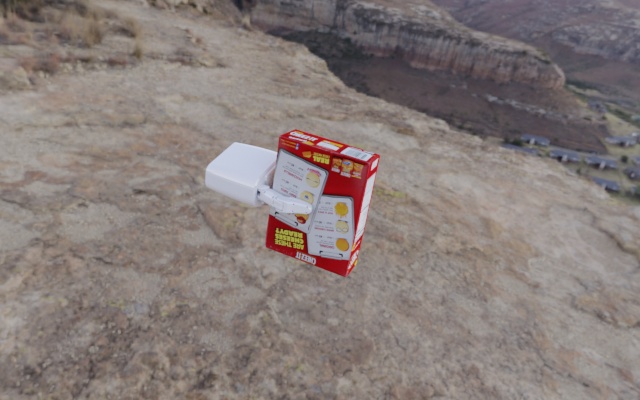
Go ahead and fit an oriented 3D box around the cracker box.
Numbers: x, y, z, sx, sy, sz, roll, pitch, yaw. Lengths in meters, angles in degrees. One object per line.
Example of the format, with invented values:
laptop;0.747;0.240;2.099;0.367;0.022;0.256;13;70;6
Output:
cracker box;0.000;0.003;0.824;0.164;0.214;0.072;18;26;19
